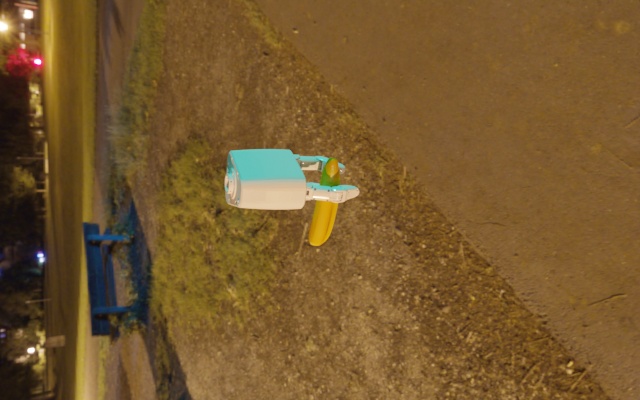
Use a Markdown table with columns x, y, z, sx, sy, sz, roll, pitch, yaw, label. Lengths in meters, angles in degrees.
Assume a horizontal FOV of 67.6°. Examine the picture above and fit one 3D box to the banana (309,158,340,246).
| x | y | z | sx | sy | sz | roll | pitch | yaw | label |
| --- | --- | --- | --- | --- | --- | --- | --- | --- | --- |
| 0.003 | 0.018 | 0.835 | 0.037 | 0.069 | 0.198 | -1 | -45 | -17 | banana |
